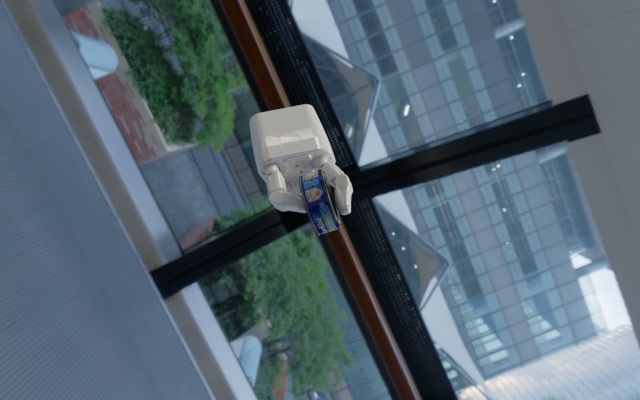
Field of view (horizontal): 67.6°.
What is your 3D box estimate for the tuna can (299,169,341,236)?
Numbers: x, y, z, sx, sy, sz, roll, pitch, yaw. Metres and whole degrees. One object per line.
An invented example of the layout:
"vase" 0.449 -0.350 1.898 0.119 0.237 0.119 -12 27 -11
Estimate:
"tuna can" 0.001 0.002 0.646 0.034 0.086 0.086 -18 -2 6
